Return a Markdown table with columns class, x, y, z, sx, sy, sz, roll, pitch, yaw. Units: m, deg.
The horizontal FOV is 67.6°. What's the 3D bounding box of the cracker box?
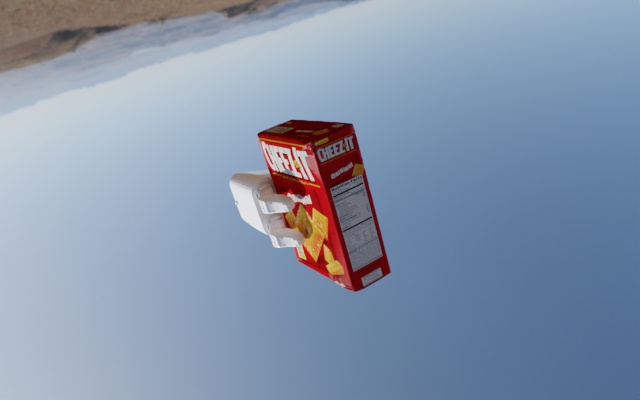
| class | x | y | z | sx | sy | sz | roll | pitch | yaw |
| --- | --- | --- | --- | --- | --- | --- | --- | --- | --- |
| cracker box | 0.000 | 0.002 | 0.660 | 0.072 | 0.214 | 0.164 | -26 | 22 | -24 |
